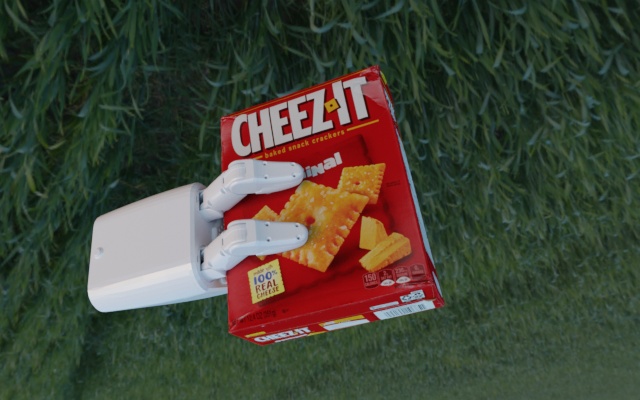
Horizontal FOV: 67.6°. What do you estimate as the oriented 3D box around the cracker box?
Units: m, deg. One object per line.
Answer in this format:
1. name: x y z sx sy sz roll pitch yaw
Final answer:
1. cracker box: 0.000 0.002 0.421 0.164 0.213 0.072 -15 -28 13
